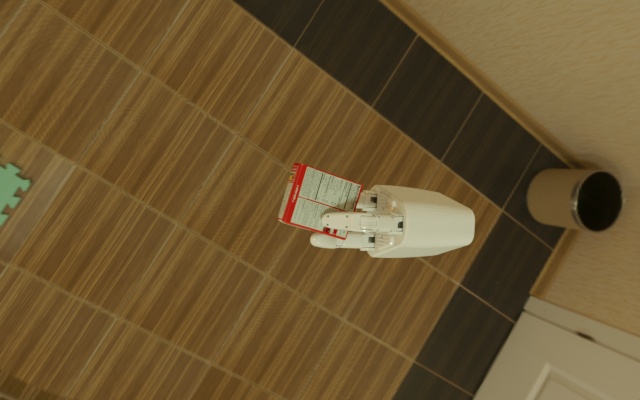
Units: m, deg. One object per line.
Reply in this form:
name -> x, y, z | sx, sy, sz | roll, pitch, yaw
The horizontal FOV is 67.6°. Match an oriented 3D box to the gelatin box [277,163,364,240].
gelatin box -> 0.000, 0.002, 0.582 | 0.089, 0.073, 0.030 | 18, -2, -24
